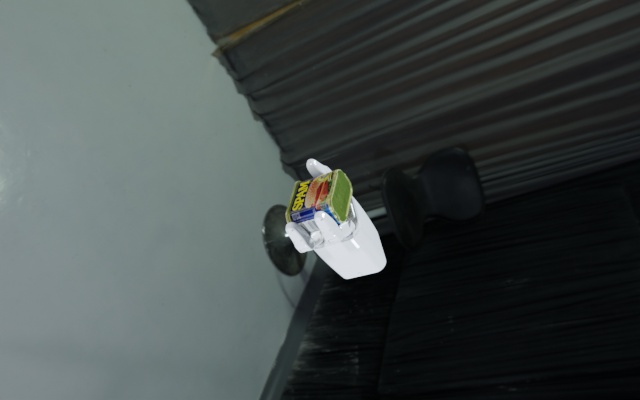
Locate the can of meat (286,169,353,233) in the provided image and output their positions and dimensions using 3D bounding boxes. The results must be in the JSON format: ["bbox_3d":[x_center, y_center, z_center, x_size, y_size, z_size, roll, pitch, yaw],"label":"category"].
[{"bbox_3d":[0.000,0.002,0.777,0.084,0.102,0.057,-18,-53,28],"label":"can of meat"}]
